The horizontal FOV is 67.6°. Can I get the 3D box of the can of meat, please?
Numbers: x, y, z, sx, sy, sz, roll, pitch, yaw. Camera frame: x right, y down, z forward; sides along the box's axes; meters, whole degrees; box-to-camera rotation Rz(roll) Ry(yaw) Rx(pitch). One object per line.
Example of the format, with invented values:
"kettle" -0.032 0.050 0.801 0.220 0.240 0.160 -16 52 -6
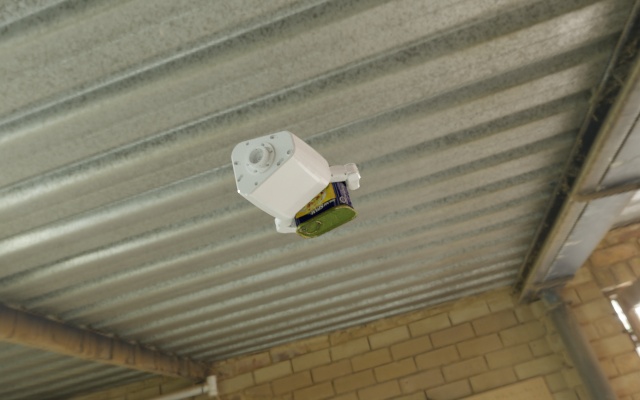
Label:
"can of meat" 0.000 0.002 0.788 0.102 0.084 0.057 -28 -31 21
